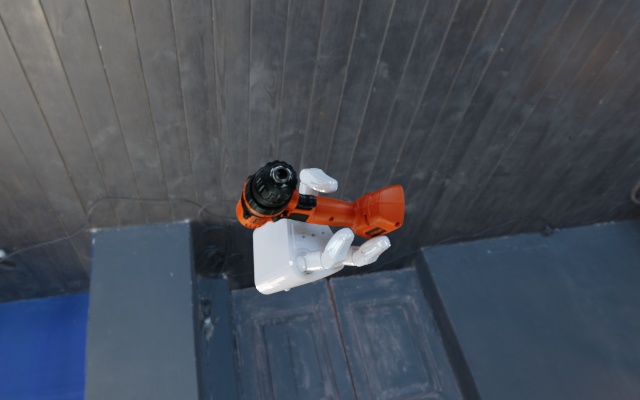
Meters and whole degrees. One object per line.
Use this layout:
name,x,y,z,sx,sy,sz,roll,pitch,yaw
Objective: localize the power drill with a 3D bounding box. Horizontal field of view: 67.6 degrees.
power drill,0.000,0.002,0.567,0.187,0.057,0.184,8,-14,-16
